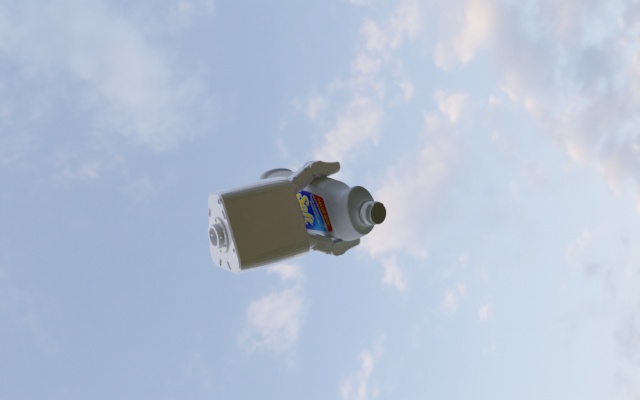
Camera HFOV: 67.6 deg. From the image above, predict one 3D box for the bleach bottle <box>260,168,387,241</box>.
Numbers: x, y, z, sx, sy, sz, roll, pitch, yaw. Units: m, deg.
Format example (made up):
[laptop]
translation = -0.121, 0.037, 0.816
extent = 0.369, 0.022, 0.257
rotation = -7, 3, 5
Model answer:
[bleach bottle]
translation = 0.000, 0.002, 0.707
extent = 0.068, 0.102, 0.251
rotation = -13, 10, -34
